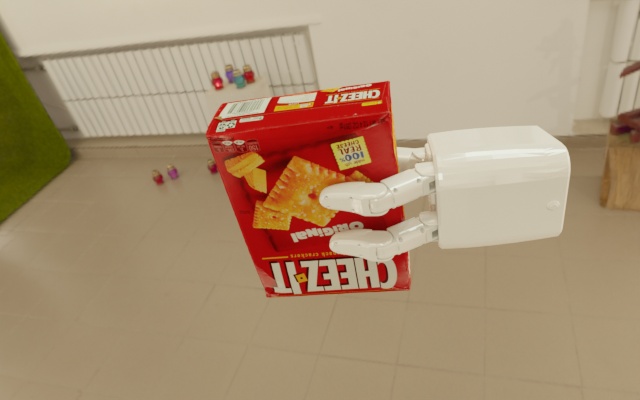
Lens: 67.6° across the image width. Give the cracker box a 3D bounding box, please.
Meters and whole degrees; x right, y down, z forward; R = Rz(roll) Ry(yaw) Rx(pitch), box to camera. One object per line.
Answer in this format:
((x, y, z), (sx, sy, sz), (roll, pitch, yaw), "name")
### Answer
((0.000, 0.001, 0.477), (0.164, 0.214, 0.072), (-5, 36, 12), "cracker box")
